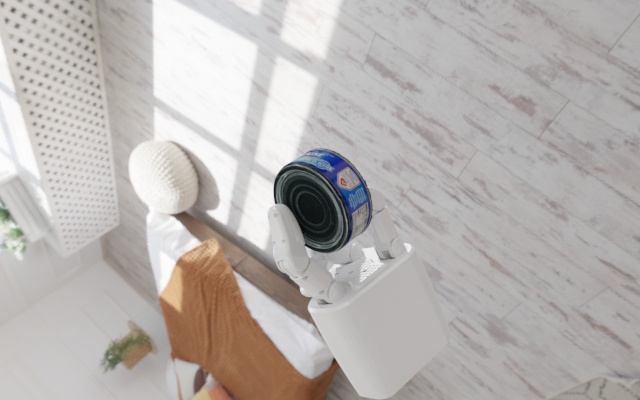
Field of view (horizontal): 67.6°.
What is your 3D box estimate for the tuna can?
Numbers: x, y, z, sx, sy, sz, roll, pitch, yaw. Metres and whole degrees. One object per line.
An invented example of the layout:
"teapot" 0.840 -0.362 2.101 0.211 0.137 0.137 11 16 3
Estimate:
"tuna can" 0.000 0.002 0.406 0.086 0.086 0.033 0 25 45
